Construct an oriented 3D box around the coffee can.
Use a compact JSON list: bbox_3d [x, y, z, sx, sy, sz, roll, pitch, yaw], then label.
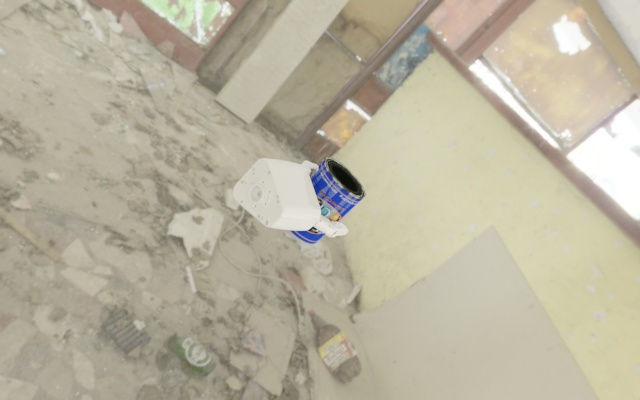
[{"bbox_3d":[0.000,0.003,0.899,0.140,0.102,0.103,-44,-20,21],"label":"coffee can"}]
